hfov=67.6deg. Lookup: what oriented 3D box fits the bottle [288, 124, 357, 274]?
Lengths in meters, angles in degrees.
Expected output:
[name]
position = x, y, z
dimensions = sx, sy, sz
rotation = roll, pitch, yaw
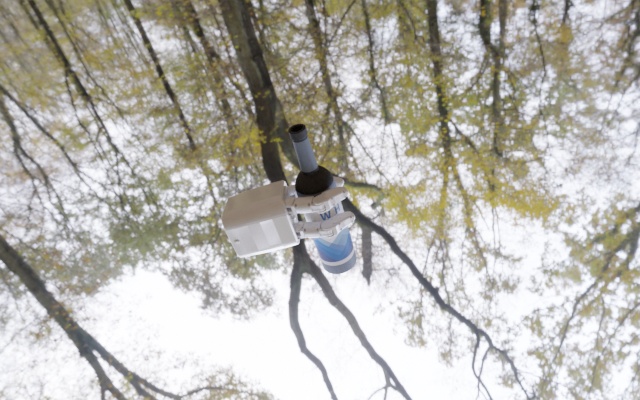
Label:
[bottle]
position = 0.000, 0.003, 0.806
dimensions = 0.069, 0.296, 0.069
rotation = -11, 38, 9
